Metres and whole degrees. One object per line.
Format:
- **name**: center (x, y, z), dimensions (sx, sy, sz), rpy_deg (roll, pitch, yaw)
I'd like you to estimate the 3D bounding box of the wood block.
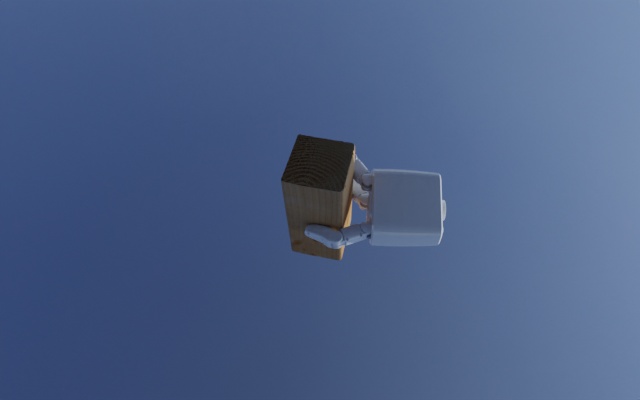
- **wood block**: center (0.000, 0.003, 0.757), dimensions (0.090, 0.090, 0.206), rpy_deg (11, -33, 9)
